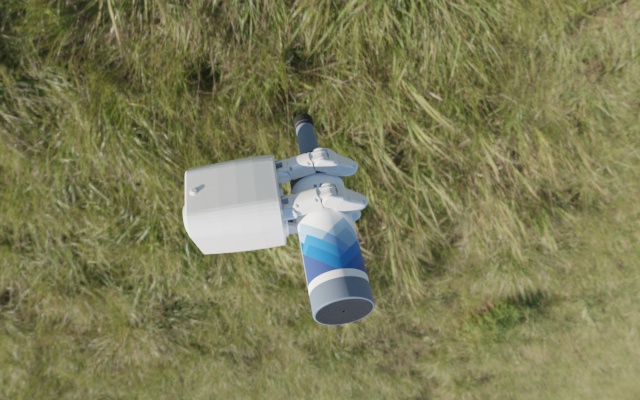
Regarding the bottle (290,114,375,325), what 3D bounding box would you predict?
[{"bbox_3d":[0.000,0.002,0.588,0.069,0.295,0.069,-8,-37,-6],"label":"bottle"}]
